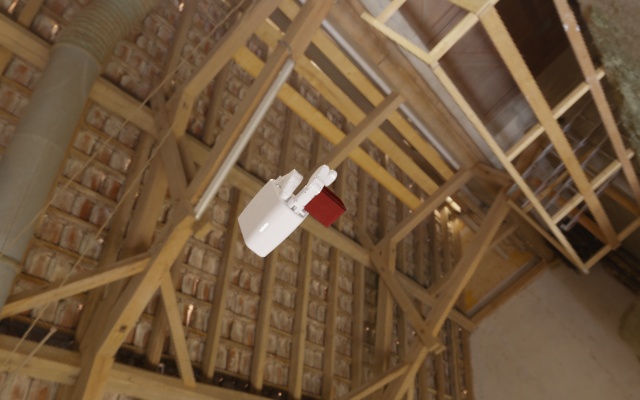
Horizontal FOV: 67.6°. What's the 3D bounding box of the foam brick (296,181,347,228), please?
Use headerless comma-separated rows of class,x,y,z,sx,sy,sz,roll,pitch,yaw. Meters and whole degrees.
foam brick,0.000,0.003,0.890,0.078,0.051,0.053,40,10,-18
